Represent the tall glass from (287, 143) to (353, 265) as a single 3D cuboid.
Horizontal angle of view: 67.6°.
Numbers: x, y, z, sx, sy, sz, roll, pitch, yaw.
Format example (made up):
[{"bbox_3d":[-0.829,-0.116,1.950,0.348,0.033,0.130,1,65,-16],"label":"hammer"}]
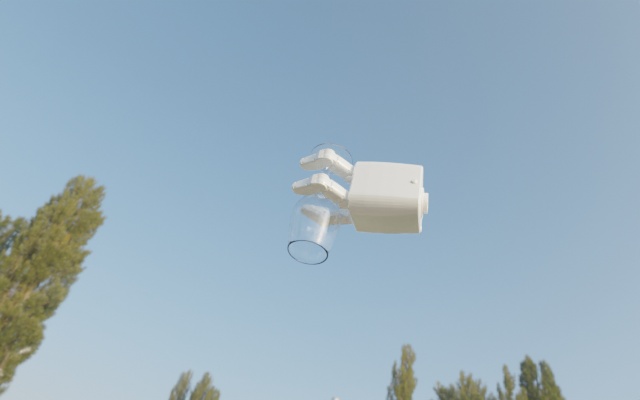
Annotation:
[{"bbox_3d":[0.000,0.002,0.762,0.079,0.201,0.079,9,-40,7],"label":"tall glass"}]
